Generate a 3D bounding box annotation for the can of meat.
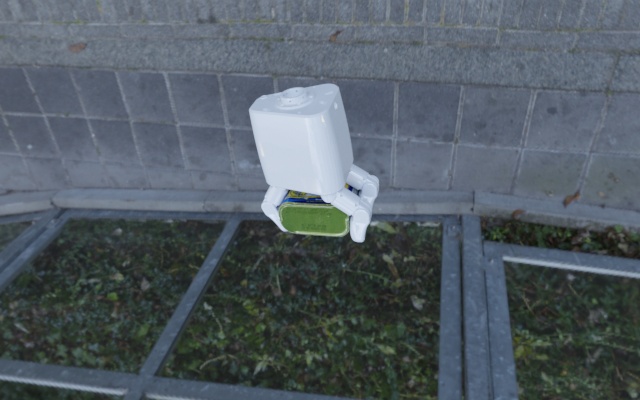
[{"bbox_3d":[0.000,0.002,0.658,0.102,0.057,0.084,2,37,15],"label":"can of meat"}]
